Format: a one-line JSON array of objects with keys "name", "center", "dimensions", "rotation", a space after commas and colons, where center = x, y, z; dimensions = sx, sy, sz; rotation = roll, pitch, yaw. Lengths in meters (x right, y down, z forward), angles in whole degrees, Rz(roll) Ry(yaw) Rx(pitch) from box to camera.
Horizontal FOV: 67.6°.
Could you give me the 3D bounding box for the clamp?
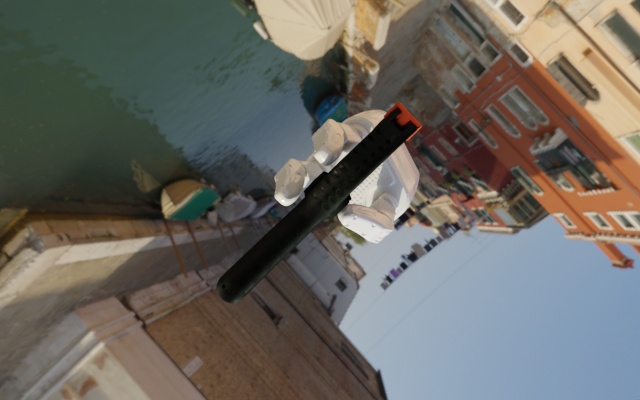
[{"name": "clamp", "center": [0.001, 0.002, 0.418], "dimensions": [0.210, 0.036, 0.164], "rotation": [-44, 1, 25]}]
